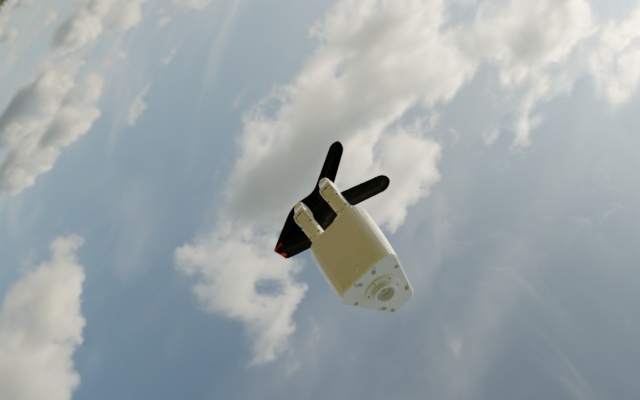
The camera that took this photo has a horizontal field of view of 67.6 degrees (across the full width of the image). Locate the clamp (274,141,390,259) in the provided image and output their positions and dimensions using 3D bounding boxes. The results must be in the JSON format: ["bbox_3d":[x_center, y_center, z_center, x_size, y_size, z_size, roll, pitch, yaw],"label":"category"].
[{"bbox_3d":[0.000,0.003,0.764,0.036,0.210,0.164,38,12,-36],"label":"clamp"}]
